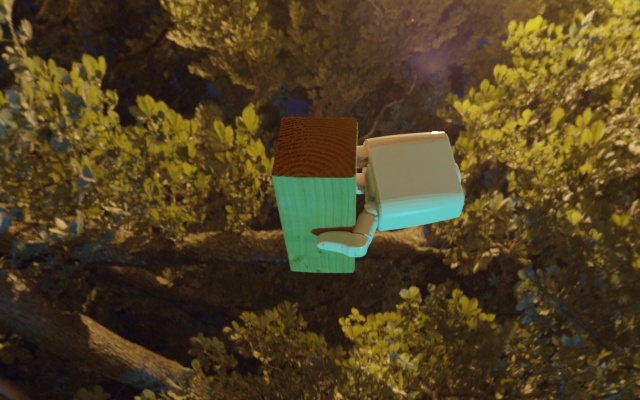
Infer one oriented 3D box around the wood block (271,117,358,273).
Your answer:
[{"bbox_3d":[0.000,0.002,0.600,0.090,0.090,0.206,1,-37,5],"label":"wood block"}]
